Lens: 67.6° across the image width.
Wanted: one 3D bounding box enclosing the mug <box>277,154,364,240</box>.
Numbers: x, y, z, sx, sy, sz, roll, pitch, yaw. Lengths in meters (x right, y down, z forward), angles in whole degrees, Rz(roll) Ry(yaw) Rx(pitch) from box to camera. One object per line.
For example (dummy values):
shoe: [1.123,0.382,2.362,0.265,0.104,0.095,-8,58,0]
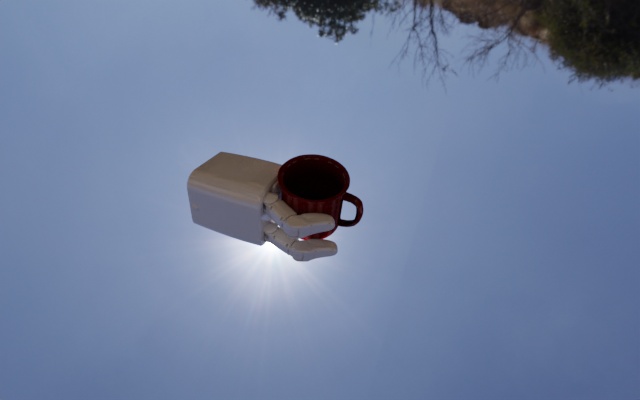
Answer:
mug: [0.001,0.003,0.631,0.117,0.082,0.093,16,45,11]
